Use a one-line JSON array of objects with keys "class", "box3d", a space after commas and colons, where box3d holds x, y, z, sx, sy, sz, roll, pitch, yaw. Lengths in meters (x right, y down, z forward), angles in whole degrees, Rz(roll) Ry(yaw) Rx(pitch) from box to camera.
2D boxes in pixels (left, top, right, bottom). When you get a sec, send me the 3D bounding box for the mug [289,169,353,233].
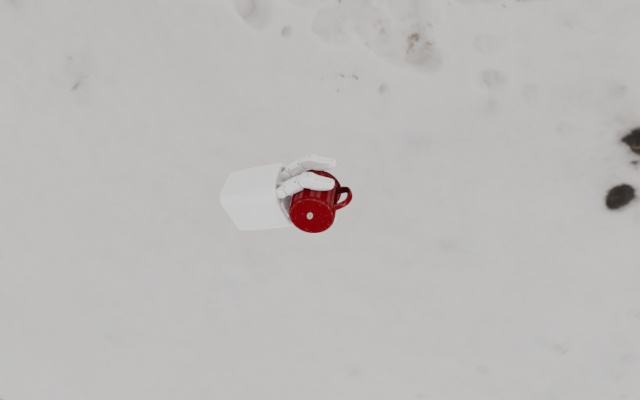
[{"class": "mug", "box3d": [0.002, 0.003, 0.854, 0.117, 0.093, 0.081, -8, 36, 14]}]
